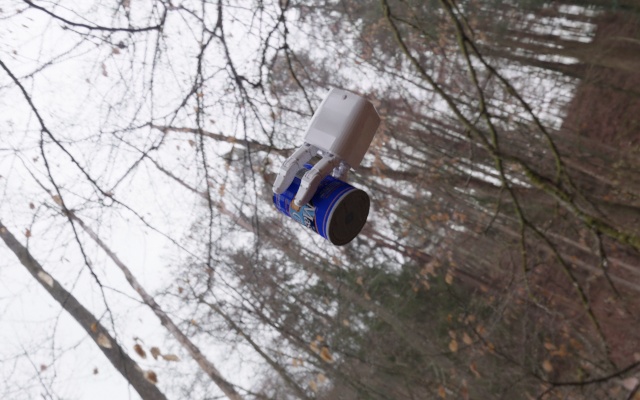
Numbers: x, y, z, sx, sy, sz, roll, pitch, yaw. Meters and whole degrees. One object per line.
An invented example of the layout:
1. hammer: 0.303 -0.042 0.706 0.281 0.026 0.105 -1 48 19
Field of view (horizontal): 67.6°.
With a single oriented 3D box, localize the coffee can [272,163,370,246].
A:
1. coffee can: 0.000 0.003 0.828 0.140 0.103 0.103 29 18 36
